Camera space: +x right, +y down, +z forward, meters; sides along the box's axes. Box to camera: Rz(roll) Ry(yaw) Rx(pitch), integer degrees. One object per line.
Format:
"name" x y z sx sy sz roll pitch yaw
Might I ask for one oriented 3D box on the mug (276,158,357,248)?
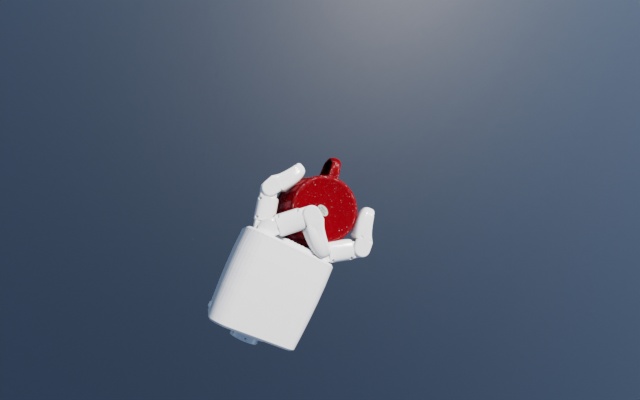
"mug" 0.001 0.001 0.592 0.093 0.117 0.081 24 -9 -12
